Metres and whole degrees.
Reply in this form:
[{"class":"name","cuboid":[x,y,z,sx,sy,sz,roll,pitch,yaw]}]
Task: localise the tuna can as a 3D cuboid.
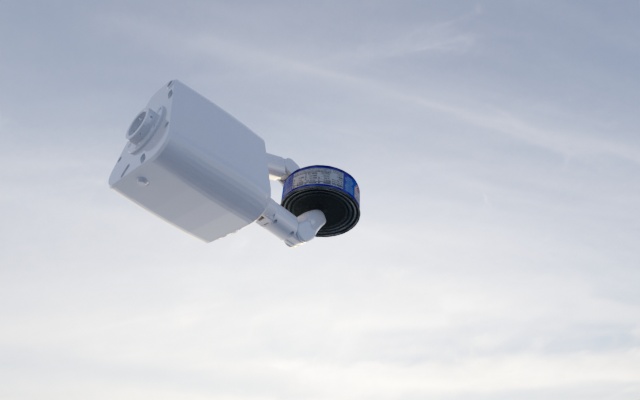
[{"class":"tuna can","cuboid":[0.000,0.001,0.511,0.086,0.033,0.086,2,-39,2]}]
